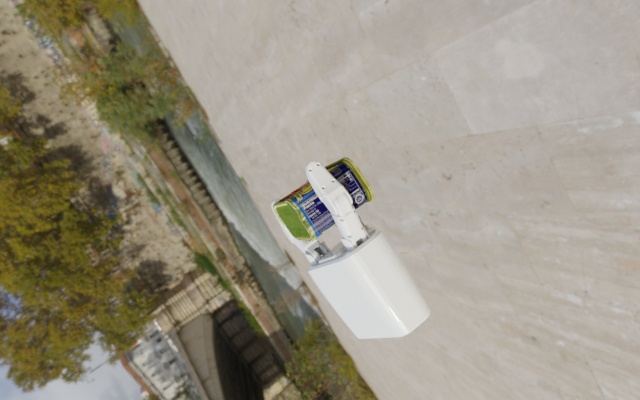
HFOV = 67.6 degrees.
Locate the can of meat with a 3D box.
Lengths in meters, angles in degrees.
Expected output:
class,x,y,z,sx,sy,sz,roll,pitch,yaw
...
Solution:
class,x,y,z,sx,sy,sz,roll,pitch,yaw
can of meat,0.000,0.002,0.542,0.084,0.057,0.102,-35,6,-16
